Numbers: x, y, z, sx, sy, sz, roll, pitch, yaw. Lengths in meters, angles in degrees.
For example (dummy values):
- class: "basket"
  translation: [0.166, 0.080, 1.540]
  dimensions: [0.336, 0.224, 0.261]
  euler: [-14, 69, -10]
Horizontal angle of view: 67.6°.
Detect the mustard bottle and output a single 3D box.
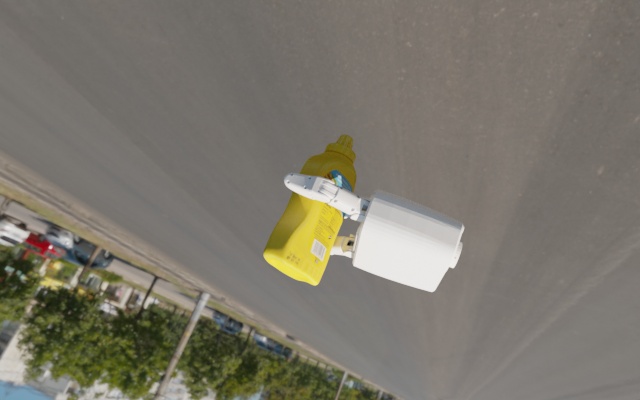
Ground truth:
- class: "mustard bottle"
  translation: [0.000, 0.002, 0.596]
  dimensions: [0.058, 0.191, 0.096]
  euler: [11, -21, 34]
